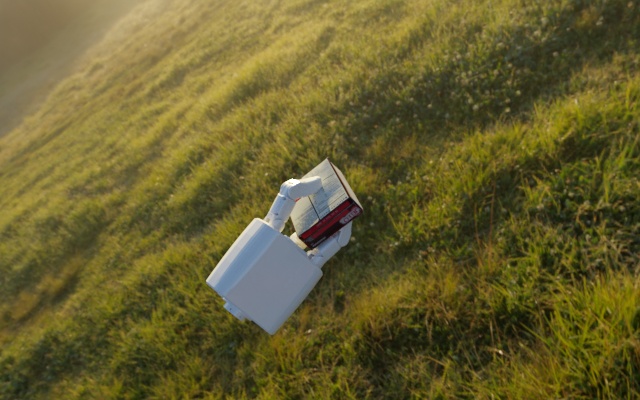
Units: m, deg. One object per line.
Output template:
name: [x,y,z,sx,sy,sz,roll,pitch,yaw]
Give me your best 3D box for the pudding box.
pudding box: [0.000,0.002,0.662,0.039,0.090,0.113,46,11,-37]
